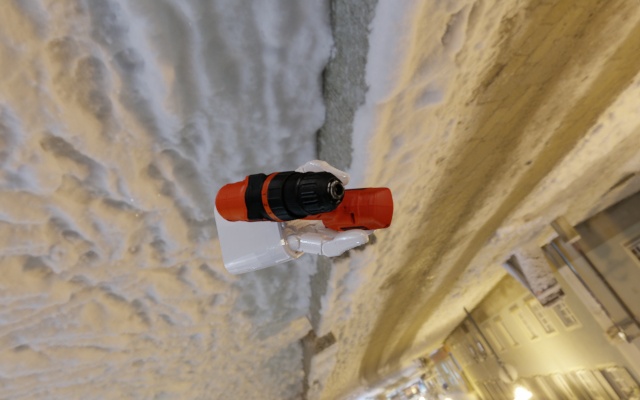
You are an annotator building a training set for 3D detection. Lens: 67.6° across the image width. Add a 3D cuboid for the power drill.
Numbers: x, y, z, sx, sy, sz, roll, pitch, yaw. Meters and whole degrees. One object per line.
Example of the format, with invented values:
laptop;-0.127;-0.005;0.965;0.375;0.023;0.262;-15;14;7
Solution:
power drill;0.000;0.002;0.552;0.188;0.057;0.184;9;-9;-44
